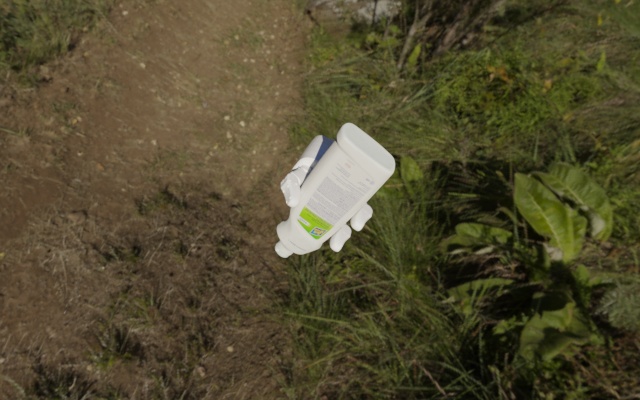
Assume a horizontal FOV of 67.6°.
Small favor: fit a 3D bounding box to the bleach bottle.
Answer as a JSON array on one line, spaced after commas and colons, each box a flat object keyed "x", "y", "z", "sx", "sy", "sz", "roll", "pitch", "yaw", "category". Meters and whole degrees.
[{"x": 0.000, "y": 0.003, "z": 0.749, "sx": 0.102, "sy": 0.251, "sz": 0.068, "roll": 37, "pitch": 32, "yaw": -9, "category": "bleach bottle"}]
